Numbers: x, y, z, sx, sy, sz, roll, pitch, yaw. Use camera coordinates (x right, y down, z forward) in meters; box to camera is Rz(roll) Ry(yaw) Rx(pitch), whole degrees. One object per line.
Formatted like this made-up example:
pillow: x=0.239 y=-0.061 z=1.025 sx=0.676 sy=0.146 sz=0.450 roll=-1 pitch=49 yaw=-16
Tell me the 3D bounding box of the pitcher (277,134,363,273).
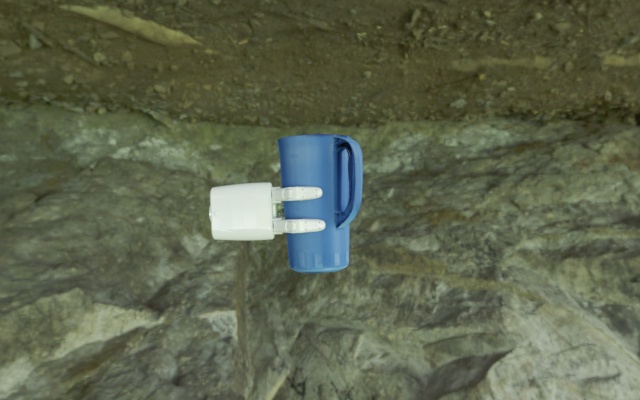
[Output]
pitcher: x=0.000 y=0.003 z=0.854 sx=0.145 sy=0.243 sz=0.149 roll=-3 pitch=0 yaw=0
